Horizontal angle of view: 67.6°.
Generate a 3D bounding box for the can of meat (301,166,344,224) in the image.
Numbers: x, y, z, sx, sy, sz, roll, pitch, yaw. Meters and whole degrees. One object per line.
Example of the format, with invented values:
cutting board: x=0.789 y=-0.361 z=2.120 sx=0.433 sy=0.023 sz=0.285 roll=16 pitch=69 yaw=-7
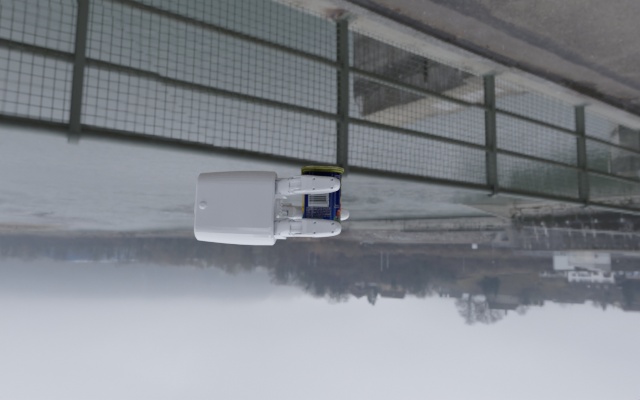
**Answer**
can of meat: x=0.000 y=0.002 z=0.658 sx=0.057 sy=0.084 sz=0.102 roll=2 pitch=-6 yaw=-2
